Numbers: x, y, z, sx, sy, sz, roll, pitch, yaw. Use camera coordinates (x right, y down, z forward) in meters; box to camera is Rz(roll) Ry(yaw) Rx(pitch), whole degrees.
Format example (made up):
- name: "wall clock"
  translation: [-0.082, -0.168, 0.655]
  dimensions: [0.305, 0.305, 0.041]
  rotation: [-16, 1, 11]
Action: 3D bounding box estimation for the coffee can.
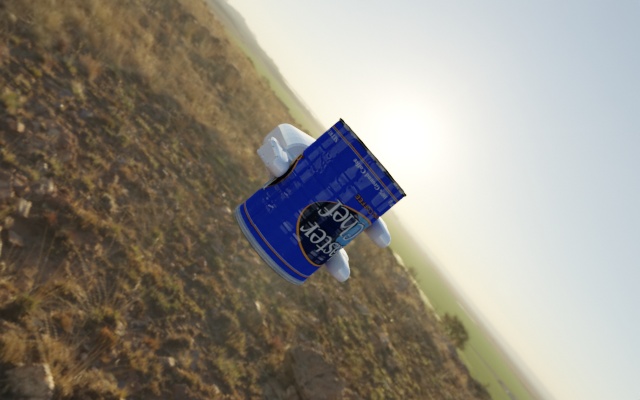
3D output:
- name: "coffee can"
  translation: [0.000, 0.002, 0.480]
  dimensions: [0.140, 0.103, 0.103]
  rotation: [-40, -6, 7]
